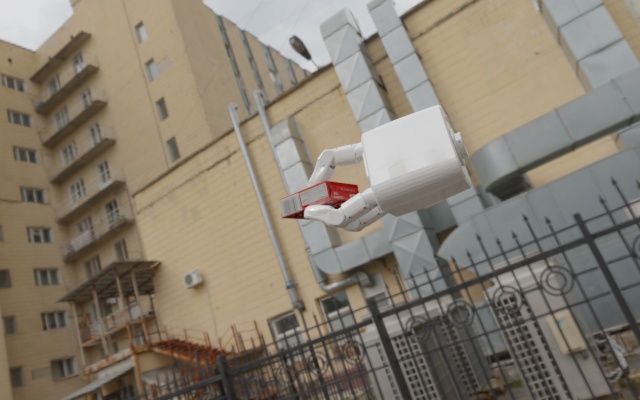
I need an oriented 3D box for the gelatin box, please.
[{"bbox_3d":[0.000,0.002,0.656,0.089,0.030,0.073,-21,-16,34],"label":"gelatin box"}]
